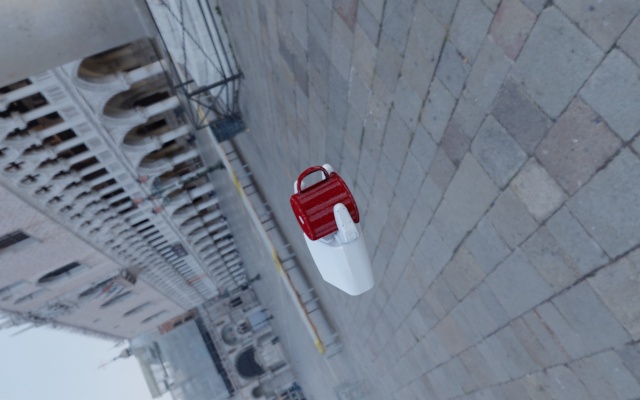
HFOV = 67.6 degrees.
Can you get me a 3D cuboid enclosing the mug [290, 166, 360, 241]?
[{"bbox_3d":[-0.001,0.001,0.753,0.081,0.117,0.093,-27,26,-12],"label":"mug"}]
